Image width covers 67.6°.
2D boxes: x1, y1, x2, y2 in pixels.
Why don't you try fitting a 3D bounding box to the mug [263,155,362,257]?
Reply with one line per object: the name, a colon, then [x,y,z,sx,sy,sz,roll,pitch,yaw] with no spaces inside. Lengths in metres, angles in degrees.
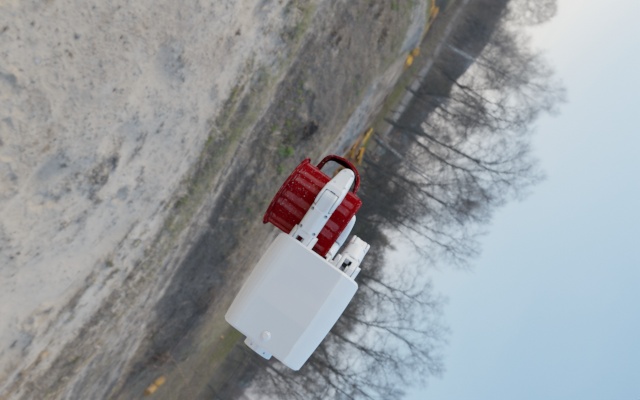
mug: [0.001,0.001,0.553,0.081,0.117,0.093,35,-11,4]
